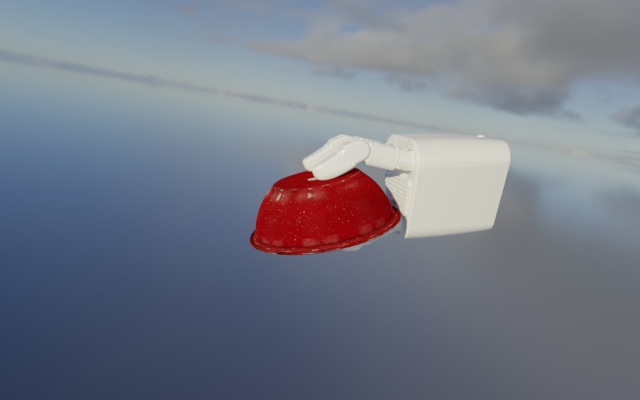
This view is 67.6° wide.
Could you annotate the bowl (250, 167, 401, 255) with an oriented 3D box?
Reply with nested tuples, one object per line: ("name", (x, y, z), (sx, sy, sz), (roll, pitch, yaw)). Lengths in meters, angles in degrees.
("bowl", (-0.001, 0.002, 0.498), (0.162, 0.055, 0.162), (-10, 15, 3))
